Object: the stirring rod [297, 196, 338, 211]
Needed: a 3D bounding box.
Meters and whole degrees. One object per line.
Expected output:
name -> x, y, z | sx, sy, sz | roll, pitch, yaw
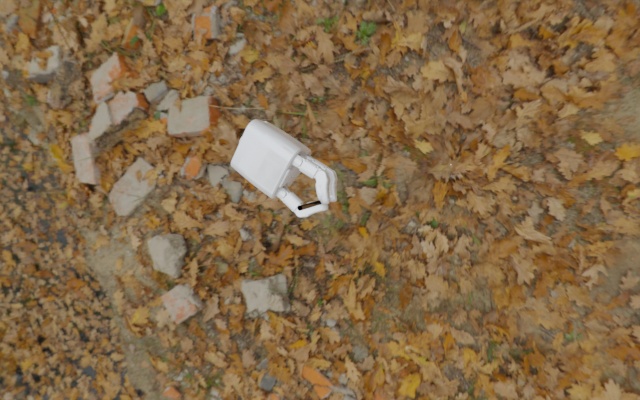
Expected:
stirring rod -> 0.000, 0.003, 0.841 | 0.011, 0.011, 0.239 | 0, 4, 15
